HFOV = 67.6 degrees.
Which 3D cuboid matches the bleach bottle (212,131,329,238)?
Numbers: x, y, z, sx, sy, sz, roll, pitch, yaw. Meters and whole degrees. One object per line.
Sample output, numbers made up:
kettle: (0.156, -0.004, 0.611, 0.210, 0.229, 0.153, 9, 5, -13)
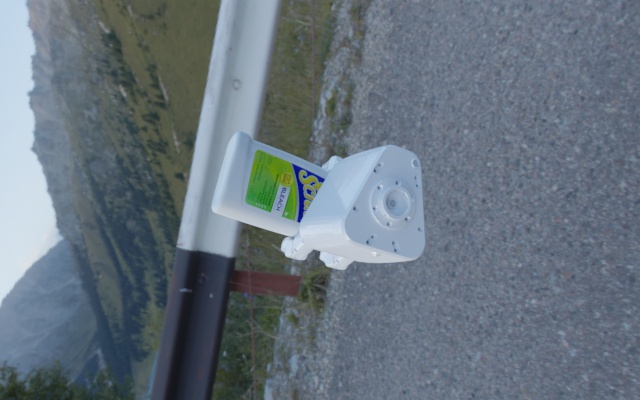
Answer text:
bleach bottle: (0.000, 0.002, 0.596, 0.251, 0.102, 0.068, 17, -11, -20)
